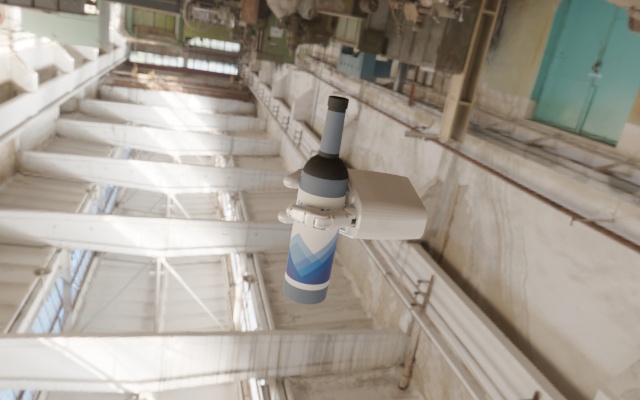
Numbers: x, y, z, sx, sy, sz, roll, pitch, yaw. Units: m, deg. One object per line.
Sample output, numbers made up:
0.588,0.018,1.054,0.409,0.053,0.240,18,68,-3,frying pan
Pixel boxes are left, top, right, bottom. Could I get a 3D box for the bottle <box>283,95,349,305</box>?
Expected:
0.000,0.002,0.673,0.069,0.296,0.069,9,19,-3,bottle
